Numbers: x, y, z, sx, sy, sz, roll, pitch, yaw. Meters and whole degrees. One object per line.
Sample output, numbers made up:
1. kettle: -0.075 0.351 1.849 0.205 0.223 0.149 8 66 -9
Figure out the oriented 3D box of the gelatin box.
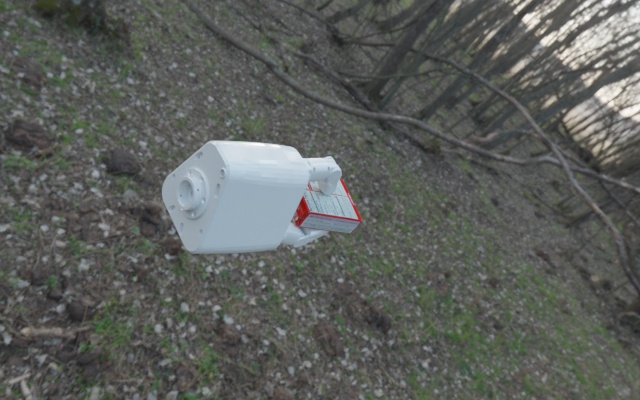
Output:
1. gelatin box: 0.001 0.002 0.596 0.089 0.073 0.030 9 -47 -37
